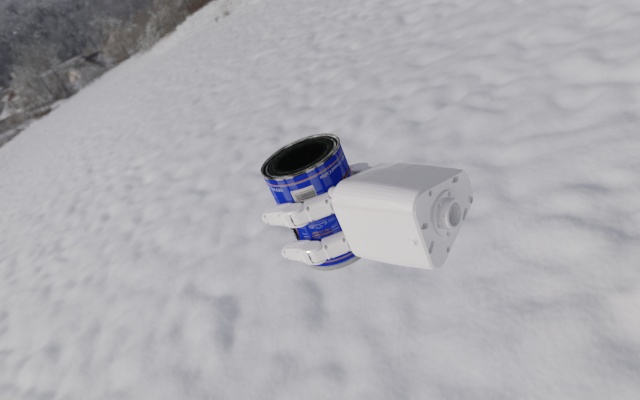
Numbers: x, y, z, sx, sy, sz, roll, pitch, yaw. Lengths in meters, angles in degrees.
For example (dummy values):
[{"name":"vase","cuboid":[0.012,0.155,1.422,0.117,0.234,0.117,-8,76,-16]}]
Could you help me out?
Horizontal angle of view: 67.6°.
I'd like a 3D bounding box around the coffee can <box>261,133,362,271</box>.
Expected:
[{"name":"coffee can","cuboid":[0.000,0.002,0.600,0.103,0.140,0.102,-19,28,10]}]
